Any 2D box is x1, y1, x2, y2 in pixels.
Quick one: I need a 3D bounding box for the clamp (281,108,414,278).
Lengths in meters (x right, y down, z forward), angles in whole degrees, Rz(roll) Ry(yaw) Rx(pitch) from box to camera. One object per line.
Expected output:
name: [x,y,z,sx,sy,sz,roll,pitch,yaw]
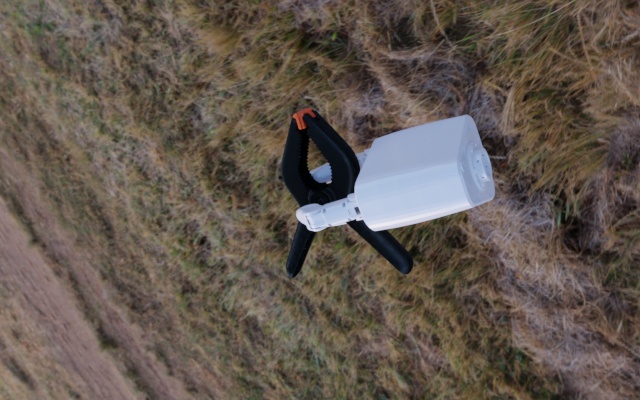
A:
clamp: [0.000,0.002,0.552,0.164,0.210,0.036,-15,14,30]
